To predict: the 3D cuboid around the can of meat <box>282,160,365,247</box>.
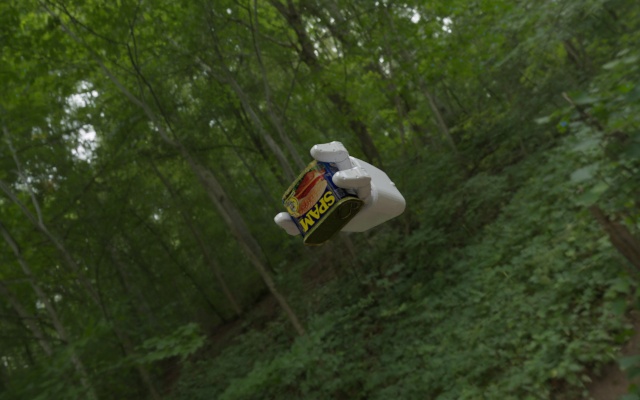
[{"bbox_3d":[0.000,0.002,0.690,0.102,0.084,0.057,-47,-32,24],"label":"can of meat"}]
